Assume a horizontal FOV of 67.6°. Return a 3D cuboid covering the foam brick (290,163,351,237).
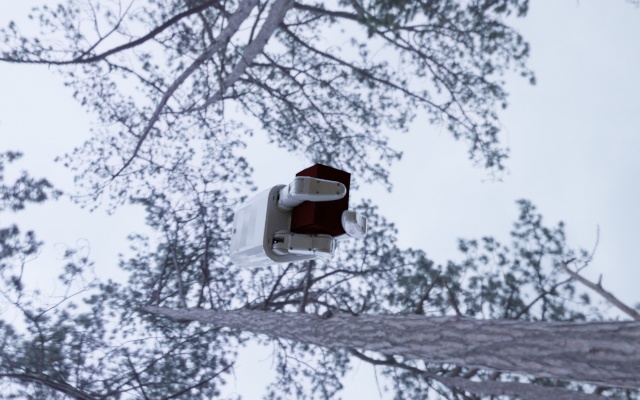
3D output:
[{"bbox_3d":[0.000,0.002,0.582,0.053,0.078,0.051,17,-21,-32],"label":"foam brick"}]
